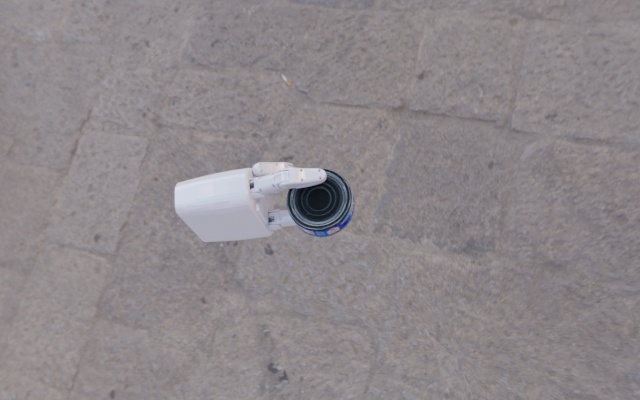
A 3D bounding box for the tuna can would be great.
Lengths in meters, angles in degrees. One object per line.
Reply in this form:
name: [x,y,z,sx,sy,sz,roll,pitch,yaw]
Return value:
tuna can: [0.000,0.002,0.617,0.086,0.086,0.034,0,-18,10]
